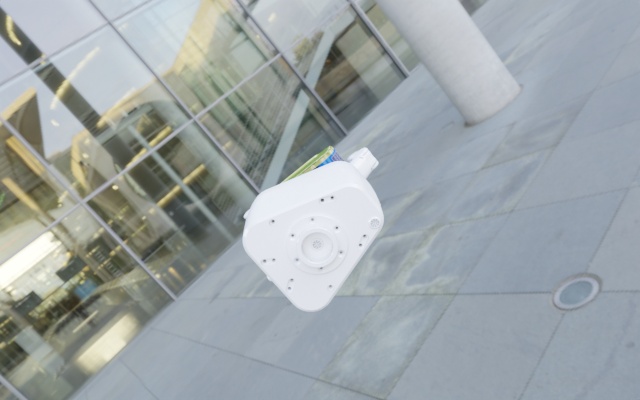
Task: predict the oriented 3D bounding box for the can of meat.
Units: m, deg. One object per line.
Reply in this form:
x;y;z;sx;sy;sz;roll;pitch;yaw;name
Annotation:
0.000;0.001;0.528;0.102;0.084;0.057;-38;11;10;can of meat
